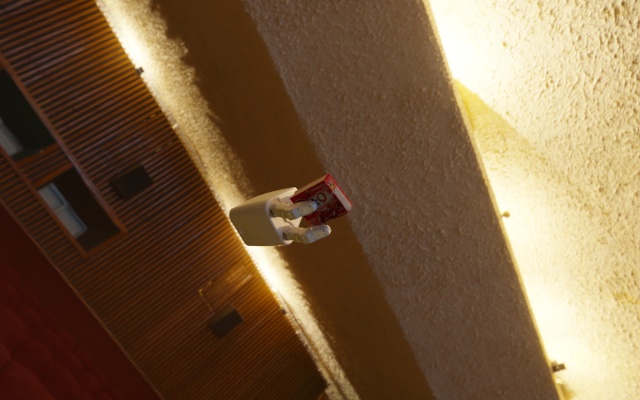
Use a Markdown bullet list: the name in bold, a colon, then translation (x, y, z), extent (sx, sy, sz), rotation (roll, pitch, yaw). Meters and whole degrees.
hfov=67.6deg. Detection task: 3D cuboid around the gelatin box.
- **gelatin box**: translation (0.001, 0.002, 0.843), extent (0.089, 0.073, 0.030), rotation (-26, 19, 37)
